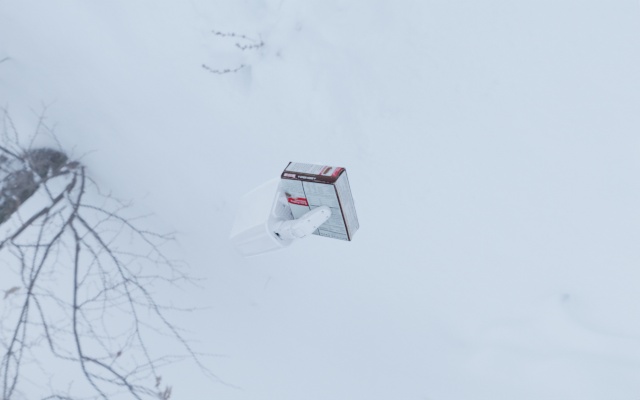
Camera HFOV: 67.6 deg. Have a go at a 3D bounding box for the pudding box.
[{"bbox_3d":[0.000,0.002,0.677,0.090,0.114,0.039,8,46,27],"label":"pudding box"}]
